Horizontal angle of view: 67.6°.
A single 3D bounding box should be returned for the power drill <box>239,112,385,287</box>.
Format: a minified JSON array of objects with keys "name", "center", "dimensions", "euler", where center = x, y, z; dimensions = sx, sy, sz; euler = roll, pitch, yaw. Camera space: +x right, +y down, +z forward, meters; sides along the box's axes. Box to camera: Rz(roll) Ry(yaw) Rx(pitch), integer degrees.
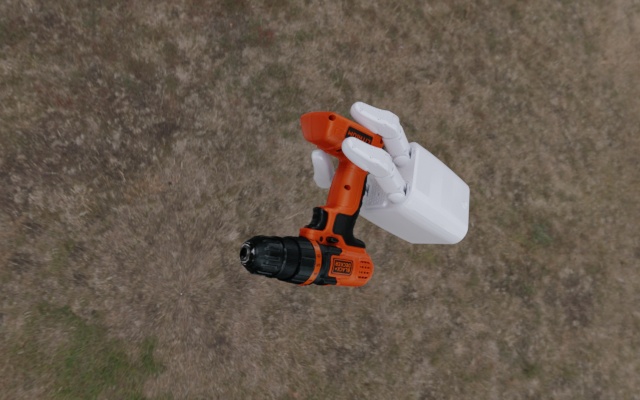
[{"name":"power drill","center":[0.000,0.001,0.532],"dimensions":[0.057,0.187,0.184],"euler":[7,-6,44]}]
